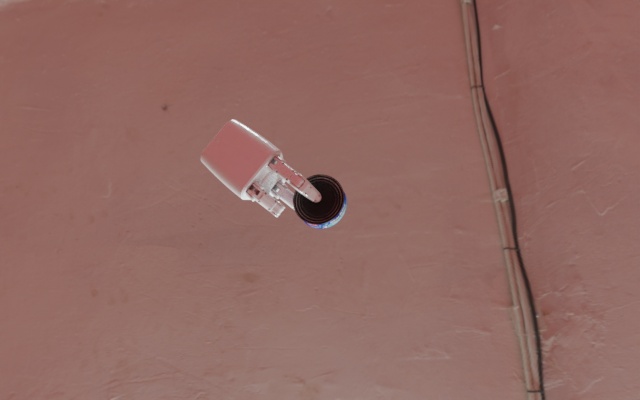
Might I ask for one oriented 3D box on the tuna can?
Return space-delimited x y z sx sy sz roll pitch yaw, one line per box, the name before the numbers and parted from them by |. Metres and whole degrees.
tuna can | 0.000 0.003 0.786 0.086 0.086 0.034 0 -18 14
